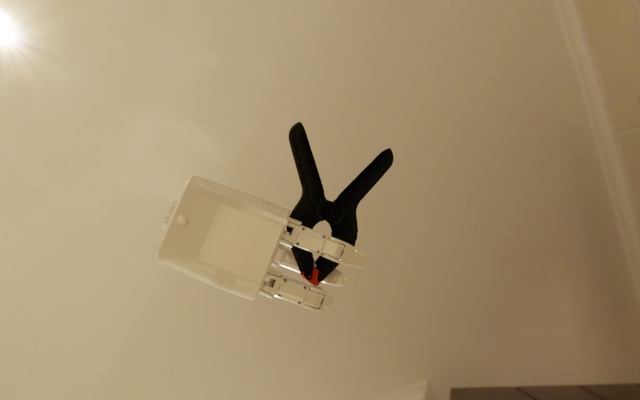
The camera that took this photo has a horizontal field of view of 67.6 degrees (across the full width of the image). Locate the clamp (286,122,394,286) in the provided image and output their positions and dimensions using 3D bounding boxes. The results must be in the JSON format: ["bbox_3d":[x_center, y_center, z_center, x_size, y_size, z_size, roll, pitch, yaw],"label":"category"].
[{"bbox_3d":[0.000,0.002,0.518,0.120,0.171,0.039,22,-6,-9],"label":"clamp"}]
